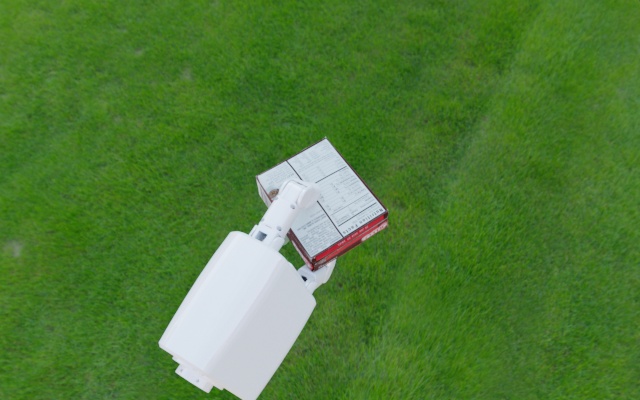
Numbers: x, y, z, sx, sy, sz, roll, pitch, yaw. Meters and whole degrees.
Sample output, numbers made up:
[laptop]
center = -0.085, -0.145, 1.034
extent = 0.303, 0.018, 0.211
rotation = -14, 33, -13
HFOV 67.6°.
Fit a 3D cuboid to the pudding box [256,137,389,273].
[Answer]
[pudding box]
center = 0.000, 0.002, 0.477
extent = 0.090, 0.113, 0.039
rotation = -30, -26, -13
